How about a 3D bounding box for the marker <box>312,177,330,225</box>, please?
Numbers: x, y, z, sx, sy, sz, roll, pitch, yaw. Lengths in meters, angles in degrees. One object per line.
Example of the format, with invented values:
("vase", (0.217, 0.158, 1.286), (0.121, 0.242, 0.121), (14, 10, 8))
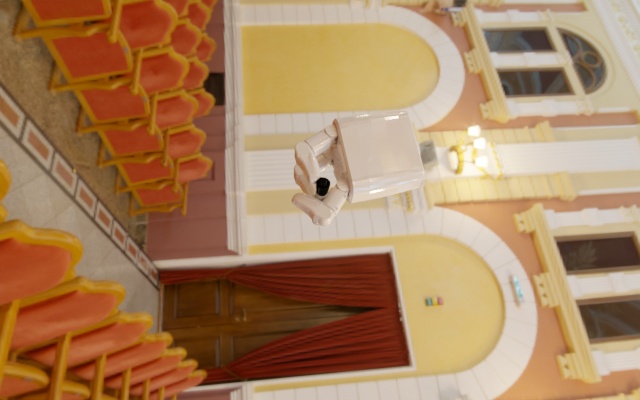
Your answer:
("marker", (0.000, 0.002, 0.662), (0.020, 0.020, 0.121), (0, -27, -4))
